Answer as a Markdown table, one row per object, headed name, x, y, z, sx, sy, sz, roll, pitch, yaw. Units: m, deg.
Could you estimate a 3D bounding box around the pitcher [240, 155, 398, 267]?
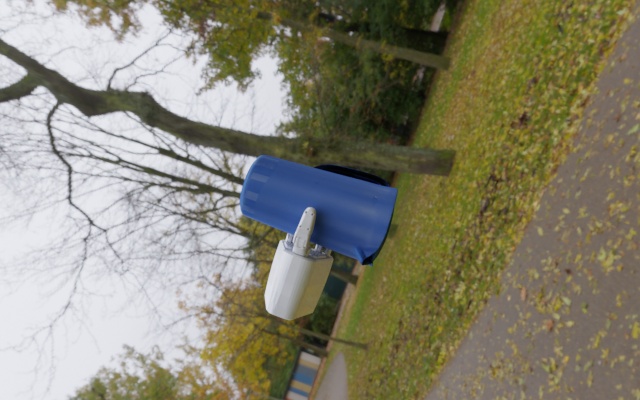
| name | x | y | z | sx | sy | sz | roll | pitch | yaw |
| --- | --- | --- | --- | --- | --- | --- | --- | --- | --- |
| pitcher | 0.000 | 0.003 | 0.795 | 0.243 | 0.145 | 0.149 | 18 | 3 | 5 |
